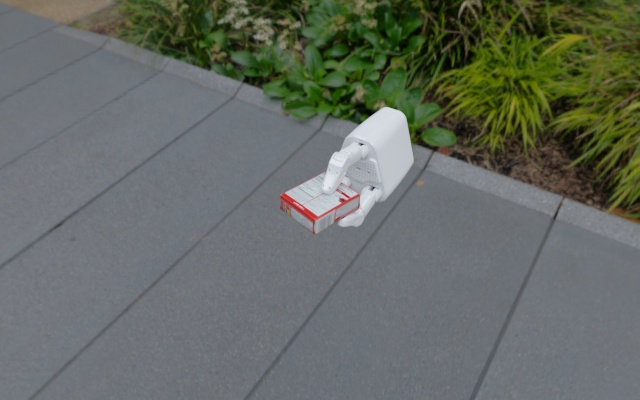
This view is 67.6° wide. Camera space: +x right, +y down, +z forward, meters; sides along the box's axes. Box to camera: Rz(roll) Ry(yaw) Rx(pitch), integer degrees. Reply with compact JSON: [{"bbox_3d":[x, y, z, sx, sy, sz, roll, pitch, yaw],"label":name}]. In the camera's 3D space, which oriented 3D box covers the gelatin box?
[{"bbox_3d":[0.000,0.002,0.666,0.089,0.030,0.073,-29,48,-34],"label":"gelatin box"}]
